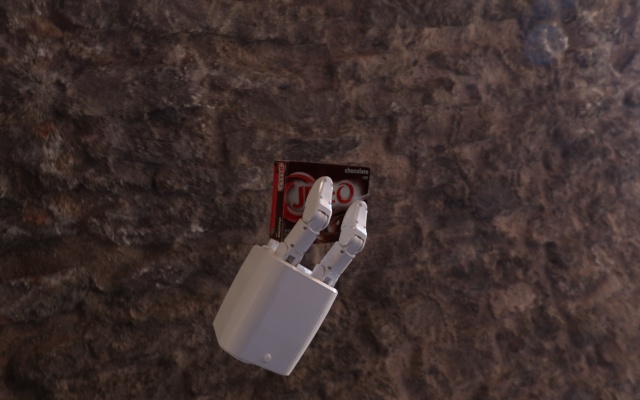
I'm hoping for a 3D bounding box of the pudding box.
[{"bbox_3d":[0.000,0.002,0.544,0.113,0.090,0.039,1,6,-33],"label":"pudding box"}]
